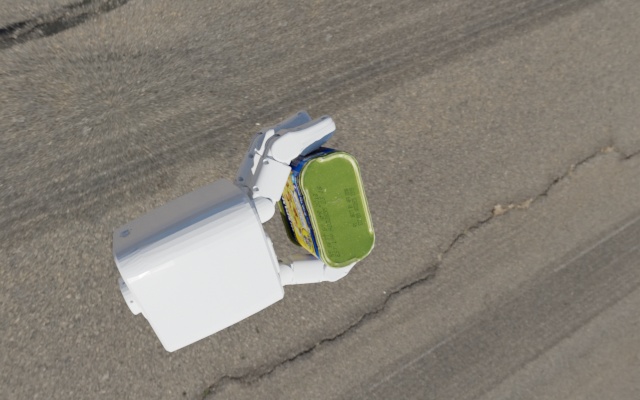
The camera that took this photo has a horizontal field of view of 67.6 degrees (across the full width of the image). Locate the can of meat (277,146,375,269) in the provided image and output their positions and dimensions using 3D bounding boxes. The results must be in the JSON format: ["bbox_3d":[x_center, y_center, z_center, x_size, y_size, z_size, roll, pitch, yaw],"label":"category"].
[{"bbox_3d":[0.000,0.002,0.420,0.057,0.102,0.084,-21,18,-17],"label":"can of meat"}]
